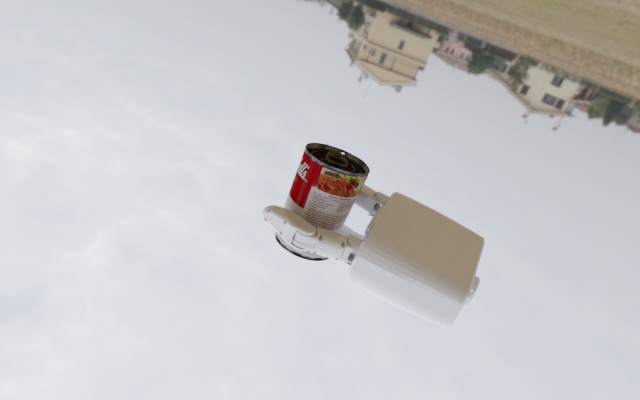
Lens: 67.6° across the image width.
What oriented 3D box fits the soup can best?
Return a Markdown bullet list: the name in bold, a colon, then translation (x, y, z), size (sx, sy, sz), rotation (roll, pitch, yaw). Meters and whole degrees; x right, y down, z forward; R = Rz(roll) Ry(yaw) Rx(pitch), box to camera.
- **soup can**: translation (-0.001, 0.002, 0.486), size (0.068, 0.102, 0.068), rotation (18, 23, -8)
